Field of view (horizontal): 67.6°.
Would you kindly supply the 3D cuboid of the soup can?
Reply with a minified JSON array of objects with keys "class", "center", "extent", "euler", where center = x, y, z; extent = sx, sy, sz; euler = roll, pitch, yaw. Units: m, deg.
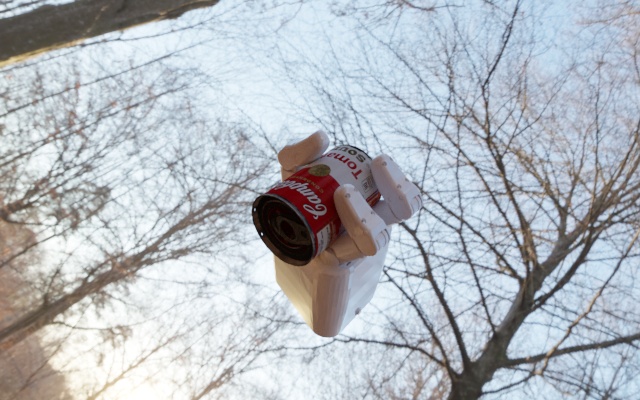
[{"class":"soup can","center":[0.000,0.001,0.416],"extent":[0.068,0.068,0.102],"euler":[0,28,46]}]
